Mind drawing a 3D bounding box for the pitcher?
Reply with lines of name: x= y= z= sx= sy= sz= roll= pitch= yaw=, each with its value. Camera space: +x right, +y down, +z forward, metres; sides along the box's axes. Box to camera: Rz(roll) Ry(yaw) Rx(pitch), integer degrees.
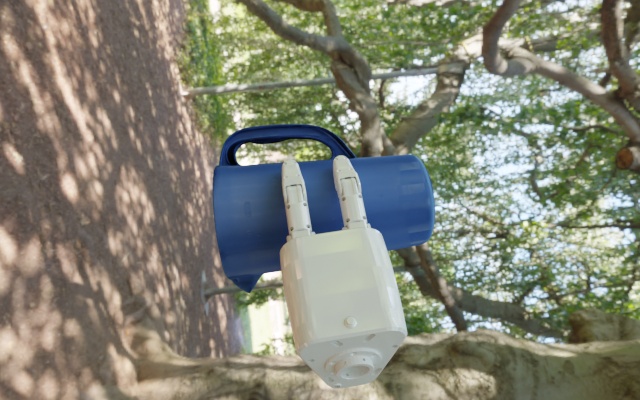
pitcher: x=0.000 y=0.002 z=0.556 sx=0.243 sy=0.149 sz=0.145 roll=-7 pitch=45 yaw=-4
